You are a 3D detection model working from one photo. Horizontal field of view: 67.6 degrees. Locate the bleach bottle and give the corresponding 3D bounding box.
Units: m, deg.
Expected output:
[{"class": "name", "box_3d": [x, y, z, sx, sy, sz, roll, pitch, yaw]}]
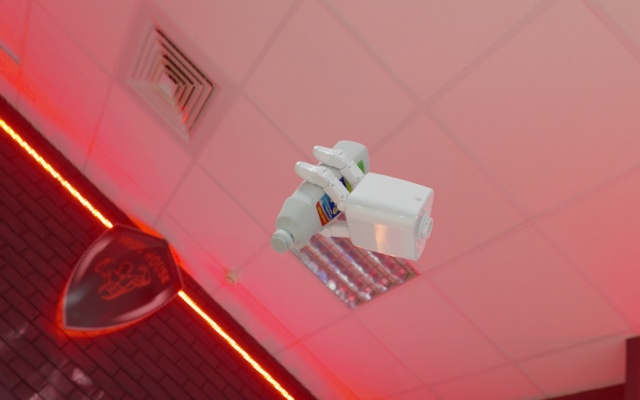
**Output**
[{"class": "bleach bottle", "box_3d": [0.000, 0.002, 0.757, 0.068, 0.103, 0.250, 15, 40, 24]}]
